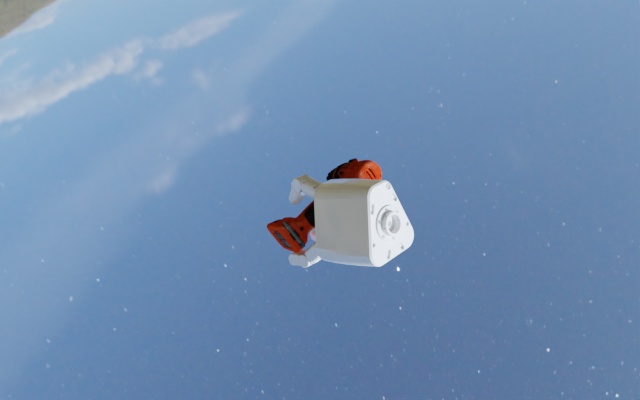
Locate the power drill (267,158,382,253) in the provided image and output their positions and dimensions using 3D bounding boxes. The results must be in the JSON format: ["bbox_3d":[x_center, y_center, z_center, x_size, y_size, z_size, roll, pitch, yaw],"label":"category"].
[{"bbox_3d":[0.000,0.003,0.792,0.187,0.057,0.184,-42,9,-13],"label":"power drill"}]
